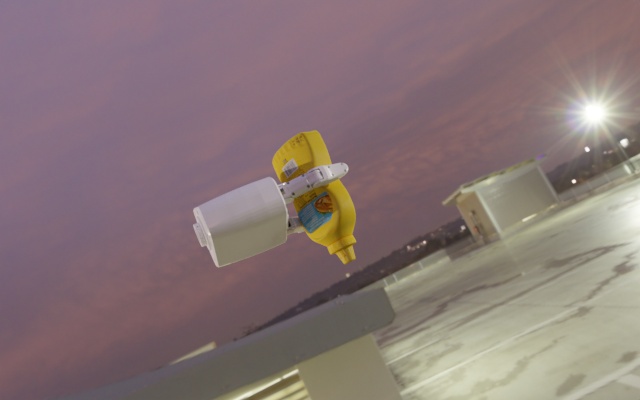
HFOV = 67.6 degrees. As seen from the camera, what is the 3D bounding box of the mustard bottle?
[{"bbox_3d":[0.000,0.002,0.691,0.058,0.191,0.096,-15,-15,-42],"label":"mustard bottle"}]
